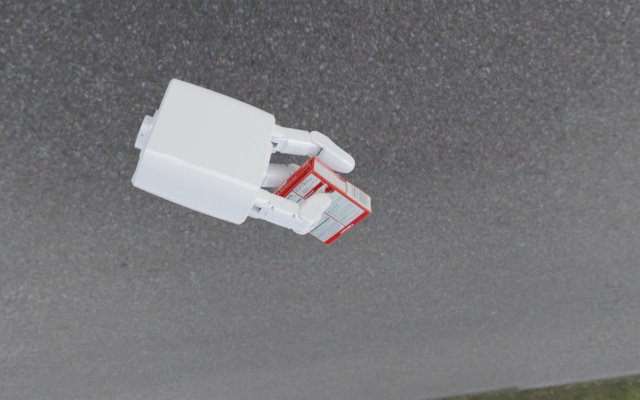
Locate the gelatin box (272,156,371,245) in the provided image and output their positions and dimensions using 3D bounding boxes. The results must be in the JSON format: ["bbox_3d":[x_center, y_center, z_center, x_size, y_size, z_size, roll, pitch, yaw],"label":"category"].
[{"bbox_3d":[0.000,0.002,0.531,0.089,0.030,0.073,34,-55,-23],"label":"gelatin box"}]
